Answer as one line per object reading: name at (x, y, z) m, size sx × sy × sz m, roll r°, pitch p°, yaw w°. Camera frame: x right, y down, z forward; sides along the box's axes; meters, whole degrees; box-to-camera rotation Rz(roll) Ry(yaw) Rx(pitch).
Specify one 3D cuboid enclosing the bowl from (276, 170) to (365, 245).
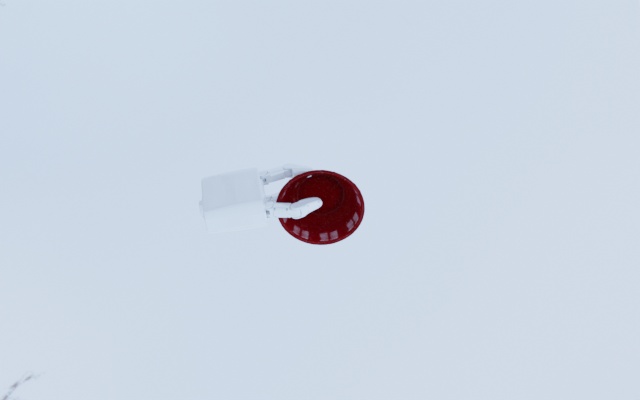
bowl at (0.001, 0.003, 0.885) m, size 0.162 × 0.162 × 0.055 m, roll 0°, pitch 32°, yaw 1°
